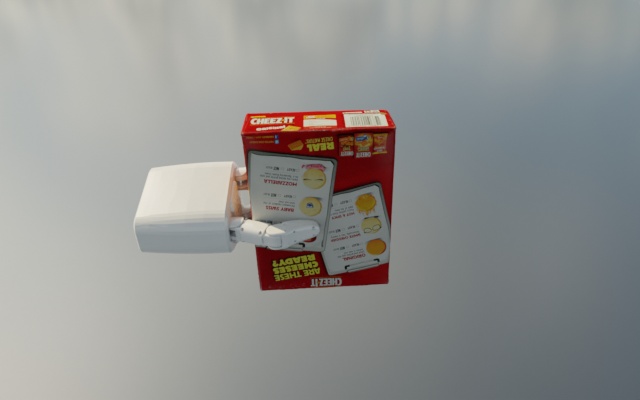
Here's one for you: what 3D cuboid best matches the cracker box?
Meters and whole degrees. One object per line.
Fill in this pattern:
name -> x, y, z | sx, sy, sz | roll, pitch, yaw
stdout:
cracker box -> 0.000, 0.002, 0.572 | 0.164, 0.214, 0.072 | -3, 31, -1
